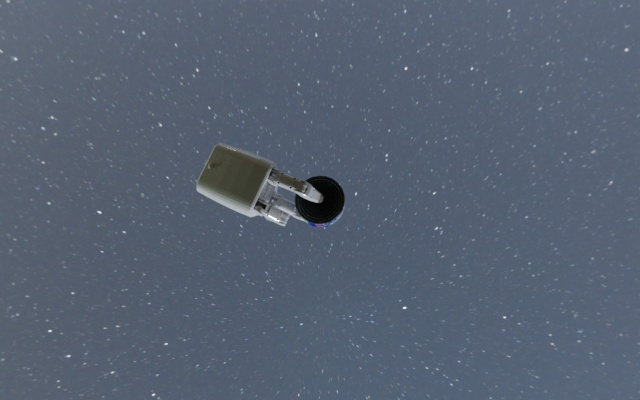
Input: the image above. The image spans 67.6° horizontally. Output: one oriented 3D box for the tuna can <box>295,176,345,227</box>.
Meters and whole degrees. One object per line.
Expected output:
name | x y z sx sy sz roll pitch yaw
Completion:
tuna can | 0.000 0.003 0.828 0.086 0.086 0.034 0 -16 6
